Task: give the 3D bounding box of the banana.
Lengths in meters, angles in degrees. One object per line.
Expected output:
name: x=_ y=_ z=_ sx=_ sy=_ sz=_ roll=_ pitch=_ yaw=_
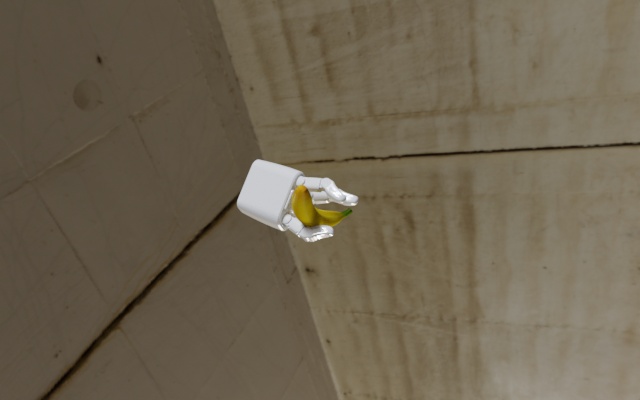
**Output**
banana: x=-0.010 y=0.018 z=0.871 sx=0.037 sy=0.069 sz=0.198 roll=42 pitch=9 yaw=28
